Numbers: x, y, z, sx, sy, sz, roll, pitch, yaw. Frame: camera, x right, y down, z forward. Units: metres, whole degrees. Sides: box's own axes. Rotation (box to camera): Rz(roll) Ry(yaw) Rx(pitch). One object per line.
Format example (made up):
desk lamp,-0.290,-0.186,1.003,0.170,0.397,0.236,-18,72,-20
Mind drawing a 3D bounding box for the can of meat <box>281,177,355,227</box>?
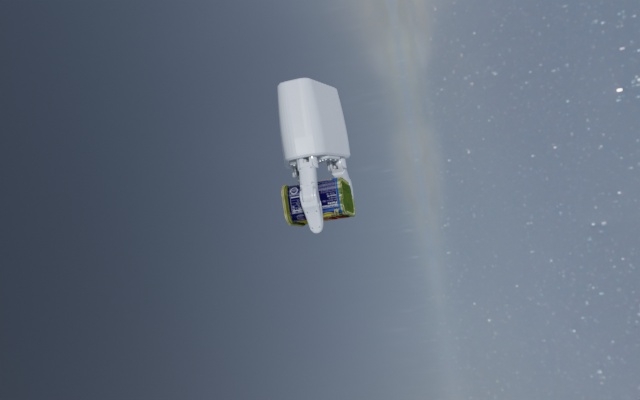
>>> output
can of meat,0.000,0.002,0.688,0.084,0.057,0.102,-10,-7,12
